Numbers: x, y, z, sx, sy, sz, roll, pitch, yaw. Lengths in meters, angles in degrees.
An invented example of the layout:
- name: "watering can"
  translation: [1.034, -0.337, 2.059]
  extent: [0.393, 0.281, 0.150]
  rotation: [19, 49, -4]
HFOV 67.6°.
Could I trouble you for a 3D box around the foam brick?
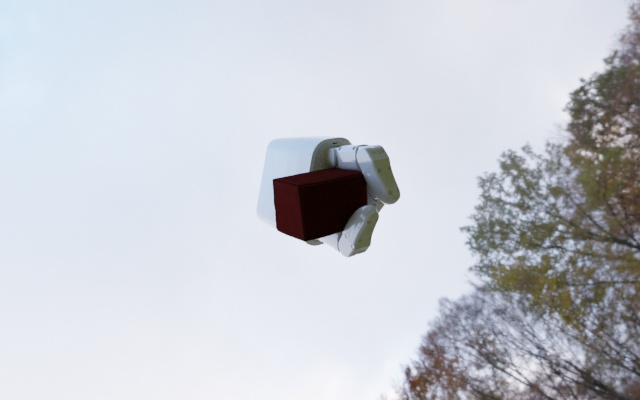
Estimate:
- name: "foam brick"
  translation: [0.000, 0.001, 0.456]
  extent: [0.078, 0.053, 0.051]
  rotation: [-13, 17, -34]
